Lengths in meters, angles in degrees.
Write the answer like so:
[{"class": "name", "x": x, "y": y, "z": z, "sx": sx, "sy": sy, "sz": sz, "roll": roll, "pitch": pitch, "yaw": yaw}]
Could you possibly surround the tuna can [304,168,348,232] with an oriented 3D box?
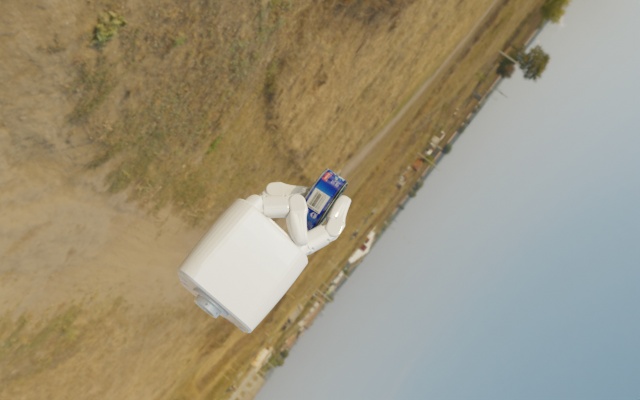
[{"class": "tuna can", "x": 0.001, "y": 0.002, "z": 0.629, "sx": 0.034, "sy": 0.086, "sz": 0.086, "roll": 33, "pitch": 3, "yaw": 5}]
